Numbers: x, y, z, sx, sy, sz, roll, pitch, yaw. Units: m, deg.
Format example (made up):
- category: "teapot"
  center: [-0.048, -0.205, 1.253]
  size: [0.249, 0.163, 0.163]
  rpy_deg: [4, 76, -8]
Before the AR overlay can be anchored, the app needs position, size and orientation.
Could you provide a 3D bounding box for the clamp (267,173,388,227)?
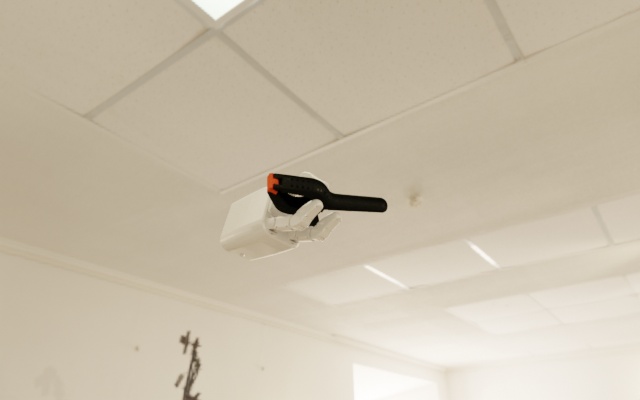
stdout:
- category: "clamp"
  center: [0.000, 0.002, 0.786]
  size: [0.164, 0.036, 0.210]
  rpy_deg: [-22, -34, 29]
